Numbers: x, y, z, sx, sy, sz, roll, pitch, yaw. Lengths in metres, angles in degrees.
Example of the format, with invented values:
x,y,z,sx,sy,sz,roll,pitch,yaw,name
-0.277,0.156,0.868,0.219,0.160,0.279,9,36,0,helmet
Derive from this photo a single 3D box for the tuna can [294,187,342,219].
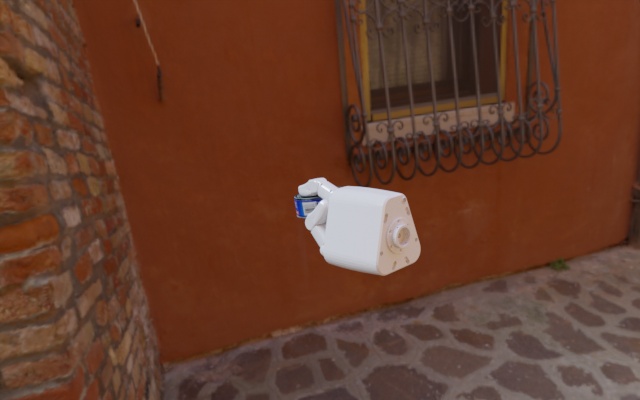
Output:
x,y,z,sx,sy,sz,roll,pitch,yaw,name
0.000,0.002,0.790,0.086,0.034,0.086,-10,11,2,tuna can
